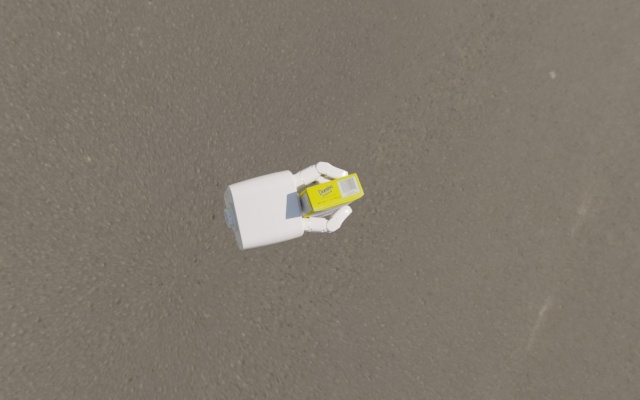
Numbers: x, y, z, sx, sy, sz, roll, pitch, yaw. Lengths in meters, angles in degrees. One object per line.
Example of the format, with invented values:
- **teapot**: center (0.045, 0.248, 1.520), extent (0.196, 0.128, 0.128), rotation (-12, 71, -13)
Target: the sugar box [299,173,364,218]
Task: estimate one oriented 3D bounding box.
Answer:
- **sugar box**: center (0.000, 0.002, 0.841), extent (0.093, 0.048, 0.176), rotation (-17, -4, -19)
